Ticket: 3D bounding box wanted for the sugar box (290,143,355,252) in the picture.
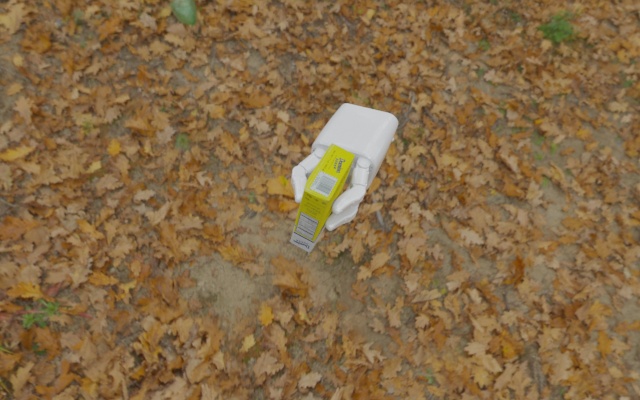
[{"bbox_3d":[0.001,0.003,0.738,0.048,0.093,0.176,27,-30,8],"label":"sugar box"}]
